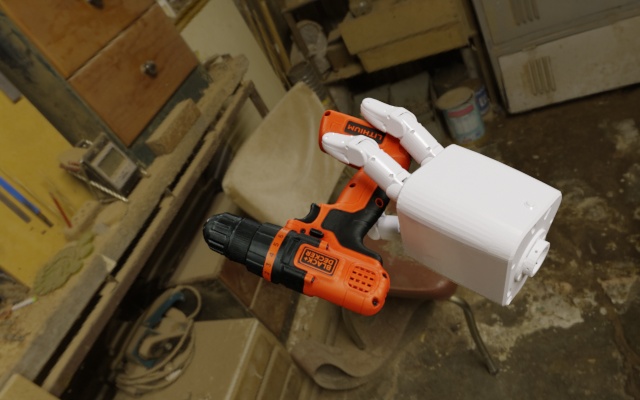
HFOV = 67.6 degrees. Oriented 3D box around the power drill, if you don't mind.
[{"bbox_3d":[0.001,0.001,0.475,0.184,0.187,0.057,21,-25,9],"label":"power drill"}]
